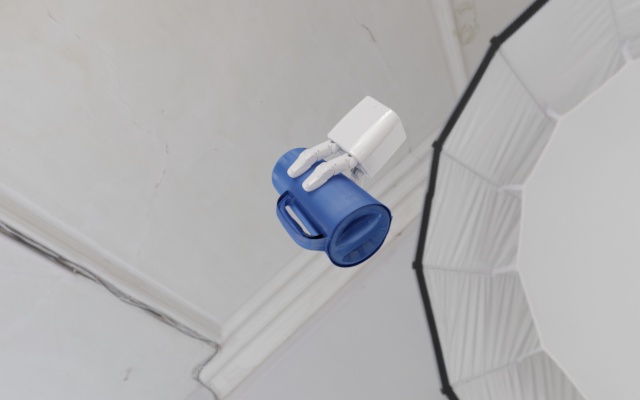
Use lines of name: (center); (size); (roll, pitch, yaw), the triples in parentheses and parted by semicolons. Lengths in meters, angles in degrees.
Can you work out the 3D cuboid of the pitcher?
pitcher: (0.000, 0.003, 0.873); (0.242, 0.145, 0.149); (44, 3, 42)
